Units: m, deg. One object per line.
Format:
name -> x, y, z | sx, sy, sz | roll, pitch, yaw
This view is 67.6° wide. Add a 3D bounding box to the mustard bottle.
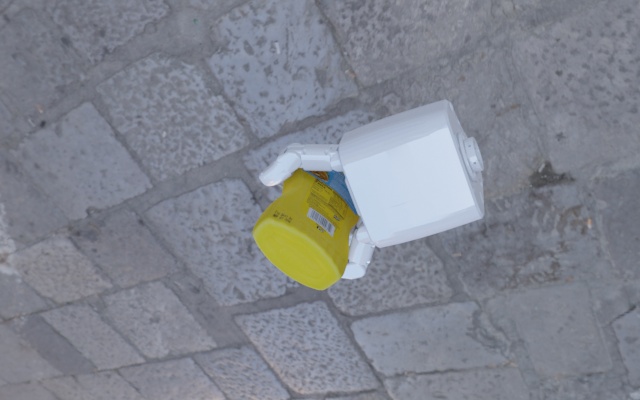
mustard bottle -> 0.000, 0.002, 0.523 | 0.058, 0.096, 0.191 | -43, 13, 35
